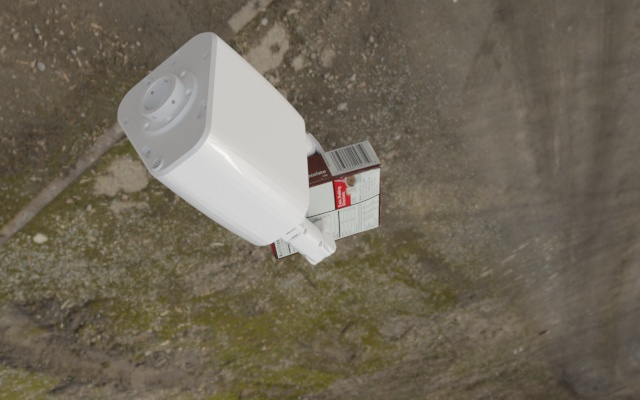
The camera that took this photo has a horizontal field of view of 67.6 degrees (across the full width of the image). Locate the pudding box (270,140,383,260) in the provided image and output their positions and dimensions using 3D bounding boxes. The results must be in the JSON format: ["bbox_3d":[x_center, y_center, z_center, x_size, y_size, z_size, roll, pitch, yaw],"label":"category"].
[{"bbox_3d":[0.000,0.002,0.444,0.113,0.039,0.090,-16,-40,-8],"label":"pudding box"}]
